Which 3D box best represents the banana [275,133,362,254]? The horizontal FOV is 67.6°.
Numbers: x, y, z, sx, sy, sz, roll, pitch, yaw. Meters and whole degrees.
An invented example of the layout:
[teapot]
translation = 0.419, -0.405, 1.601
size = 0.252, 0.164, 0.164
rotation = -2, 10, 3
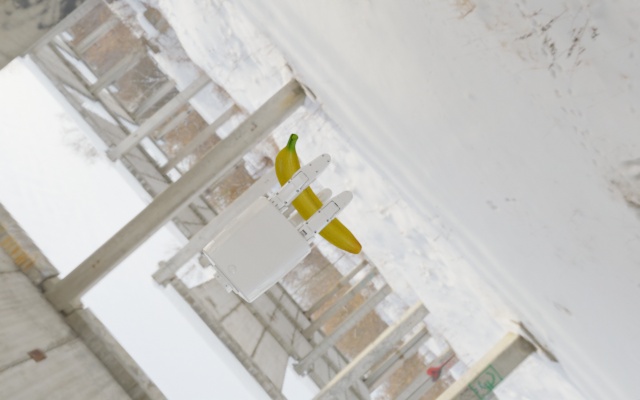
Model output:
[banana]
translation = -0.012, 0.001, 0.684
size = 0.037, 0.198, 0.069
rotation = -42, 18, -30
